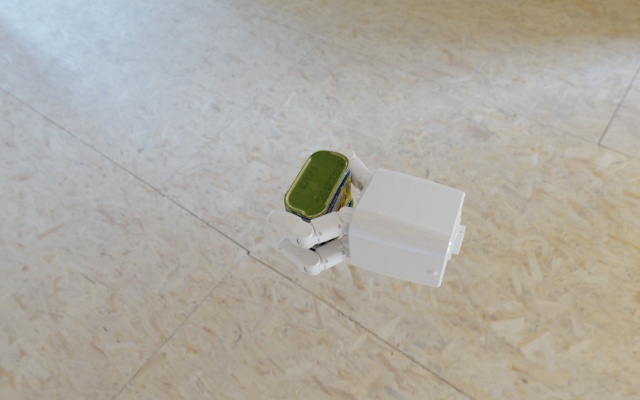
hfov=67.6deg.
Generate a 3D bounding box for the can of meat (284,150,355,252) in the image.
[{"bbox_3d":[0.000,0.002,0.573,0.057,0.102,0.084,18,-32,18],"label":"can of meat"}]
